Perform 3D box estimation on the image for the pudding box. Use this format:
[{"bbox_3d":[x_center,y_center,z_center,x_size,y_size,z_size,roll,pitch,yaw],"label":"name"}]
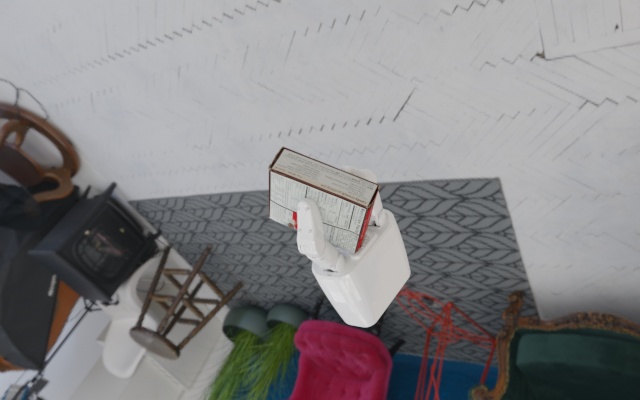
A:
[{"bbox_3d":[0.000,0.002,0.512,0.113,0.039,0.090,21,-37,9],"label":"pudding box"}]
